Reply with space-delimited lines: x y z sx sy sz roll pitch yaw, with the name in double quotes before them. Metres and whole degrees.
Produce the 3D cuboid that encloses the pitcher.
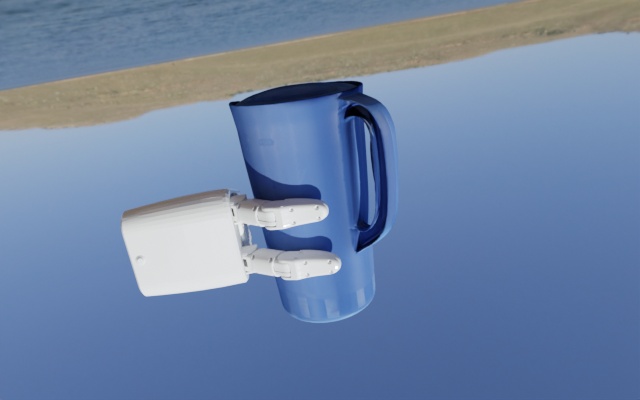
"pitcher" 0.000 0.002 0.498 0.145 0.243 0.149 -10 19 -2
